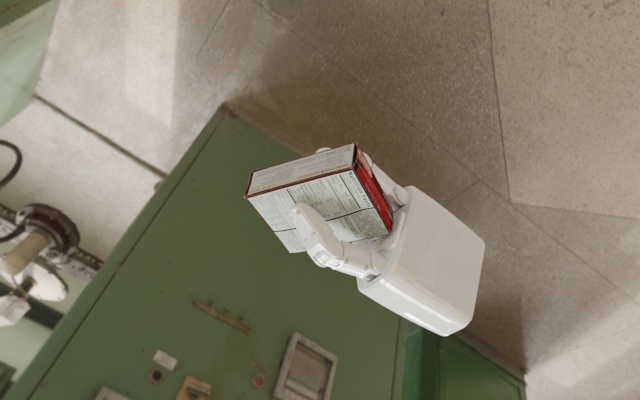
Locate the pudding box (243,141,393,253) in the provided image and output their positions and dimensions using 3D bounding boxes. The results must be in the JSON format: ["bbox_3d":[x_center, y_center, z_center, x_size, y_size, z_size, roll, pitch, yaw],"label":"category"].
[{"bbox_3d":[0.000,0.002,0.444,0.113,0.039,0.090,-15,-49,23],"label":"pudding box"}]
